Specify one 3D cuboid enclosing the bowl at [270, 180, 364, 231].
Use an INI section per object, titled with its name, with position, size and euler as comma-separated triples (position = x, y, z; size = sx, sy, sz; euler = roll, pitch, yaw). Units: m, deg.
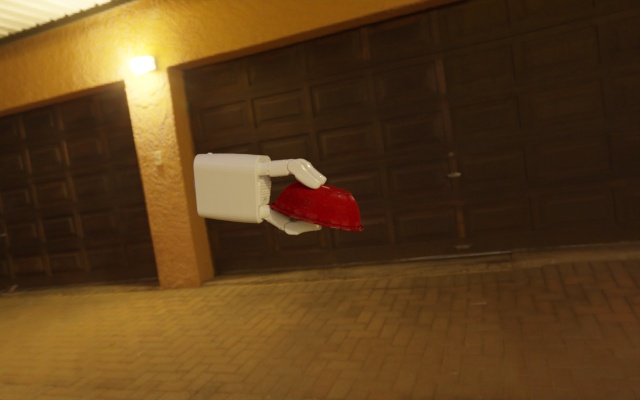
[bowl]
position = 0.002, 0.002, 0.796
size = 0.162, 0.055, 0.162
euler = 15, 6, -2
